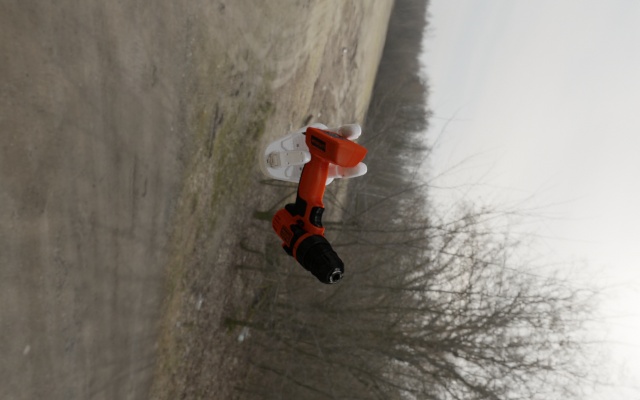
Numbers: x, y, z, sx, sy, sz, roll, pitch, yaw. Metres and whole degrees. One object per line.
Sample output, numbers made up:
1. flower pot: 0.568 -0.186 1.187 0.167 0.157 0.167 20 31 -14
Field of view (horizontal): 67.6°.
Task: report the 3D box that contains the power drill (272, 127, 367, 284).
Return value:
1. power drill: 0.000 0.002 0.671 0.057 0.188 0.184 10 17 -34
